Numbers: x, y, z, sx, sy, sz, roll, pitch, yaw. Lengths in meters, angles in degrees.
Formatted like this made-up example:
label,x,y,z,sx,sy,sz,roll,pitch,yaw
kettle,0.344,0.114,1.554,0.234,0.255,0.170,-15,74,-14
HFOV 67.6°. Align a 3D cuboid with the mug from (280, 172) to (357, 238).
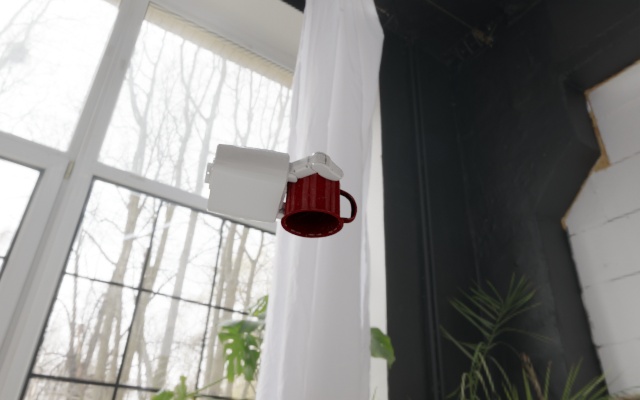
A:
label,x,y,z,sx,sy,sz,roll,pitch,yaw
mug,0.002,0.002,0.721,0.117,0.081,0.093,9,-31,-13
